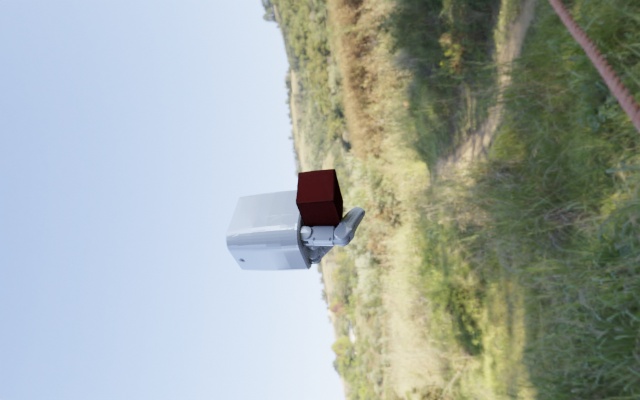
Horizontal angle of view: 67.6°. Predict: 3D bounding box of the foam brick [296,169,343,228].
[{"bbox_3d":[0.000,0.002,0.647,0.051,0.053,0.078,-3,-35,10],"label":"foam brick"}]
